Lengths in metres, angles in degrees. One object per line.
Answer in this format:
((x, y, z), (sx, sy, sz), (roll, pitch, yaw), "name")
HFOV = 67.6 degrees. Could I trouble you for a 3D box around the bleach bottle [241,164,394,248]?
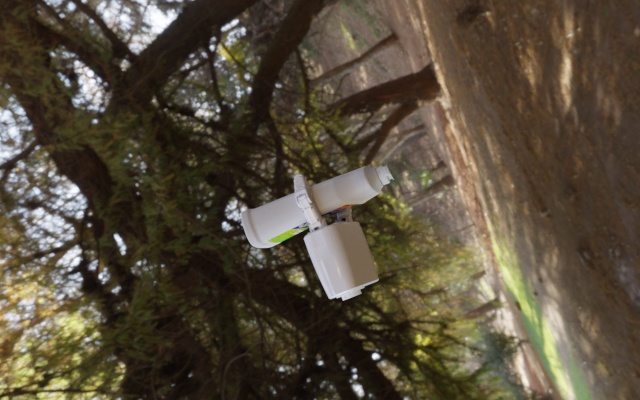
((0.000, 0.003, 0.795), (0.251, 0.068, 0.102), (-24, -12, 14), "bleach bottle")
